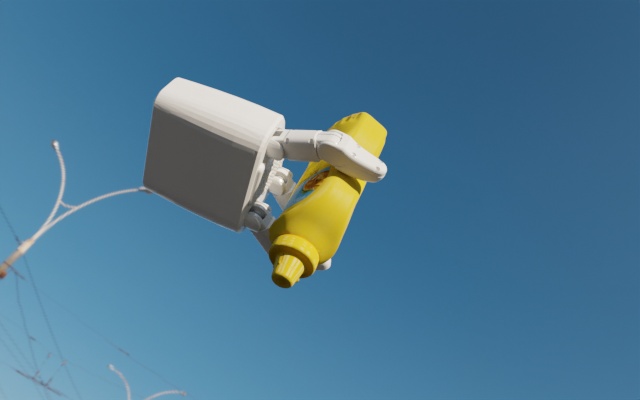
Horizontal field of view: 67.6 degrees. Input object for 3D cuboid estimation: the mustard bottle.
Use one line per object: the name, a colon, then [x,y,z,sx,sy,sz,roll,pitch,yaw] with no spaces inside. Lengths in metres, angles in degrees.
mustard bottle: [0.000,0.001,0.439,0.058,0.191,0.096,40,-45,-13]
